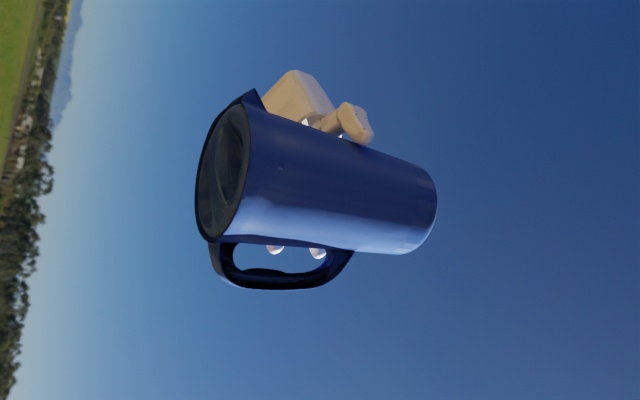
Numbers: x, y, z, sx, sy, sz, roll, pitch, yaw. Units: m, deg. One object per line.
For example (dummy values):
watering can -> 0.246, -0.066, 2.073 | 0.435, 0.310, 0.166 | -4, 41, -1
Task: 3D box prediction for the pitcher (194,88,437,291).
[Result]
pitcher -> 0.000, 0.001, 0.498 | 0.243, 0.149, 0.145 | 12, 37, -31
